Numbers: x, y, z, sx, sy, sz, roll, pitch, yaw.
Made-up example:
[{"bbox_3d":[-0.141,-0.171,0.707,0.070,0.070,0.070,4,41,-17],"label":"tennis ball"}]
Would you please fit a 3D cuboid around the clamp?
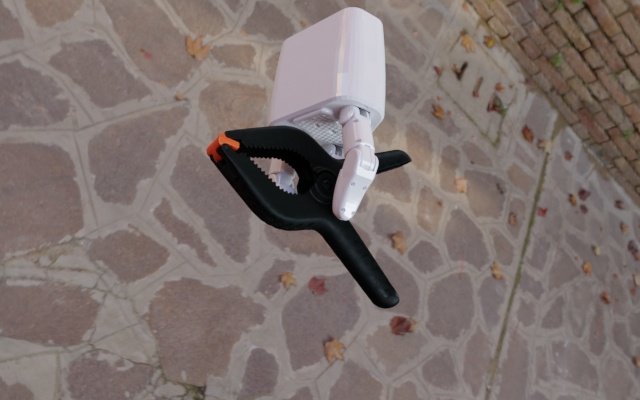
[{"bbox_3d":[0.000,0.001,0.421,0.210,0.164,0.036,17,-27,-29],"label":"clamp"}]
